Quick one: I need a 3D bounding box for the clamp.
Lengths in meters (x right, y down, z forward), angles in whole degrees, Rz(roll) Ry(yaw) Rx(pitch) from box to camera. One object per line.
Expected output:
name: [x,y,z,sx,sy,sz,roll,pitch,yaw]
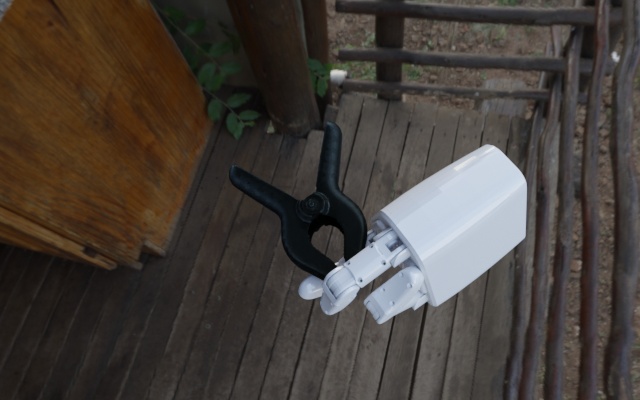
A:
clamp: [0.000,0.001,0.449,0.120,0.171,0.039,-36,-23,-2]
